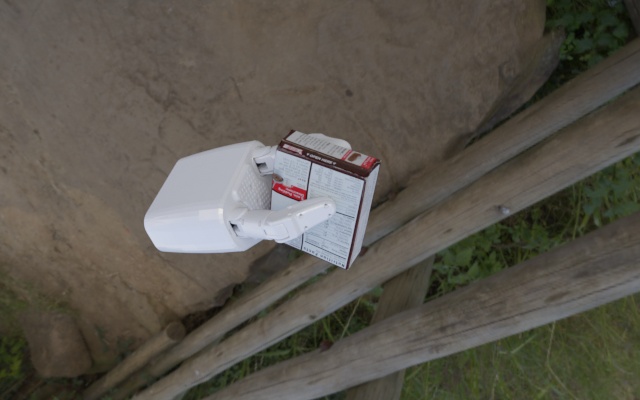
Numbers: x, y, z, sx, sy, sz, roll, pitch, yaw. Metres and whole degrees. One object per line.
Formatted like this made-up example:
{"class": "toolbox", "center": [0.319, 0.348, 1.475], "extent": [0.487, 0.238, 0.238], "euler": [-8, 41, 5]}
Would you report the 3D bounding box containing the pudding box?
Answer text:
{"class": "pudding box", "center": [0.000, 0.002, 0.445], "extent": [0.090, 0.114, 0.039], "euler": [20, 41, 15]}
